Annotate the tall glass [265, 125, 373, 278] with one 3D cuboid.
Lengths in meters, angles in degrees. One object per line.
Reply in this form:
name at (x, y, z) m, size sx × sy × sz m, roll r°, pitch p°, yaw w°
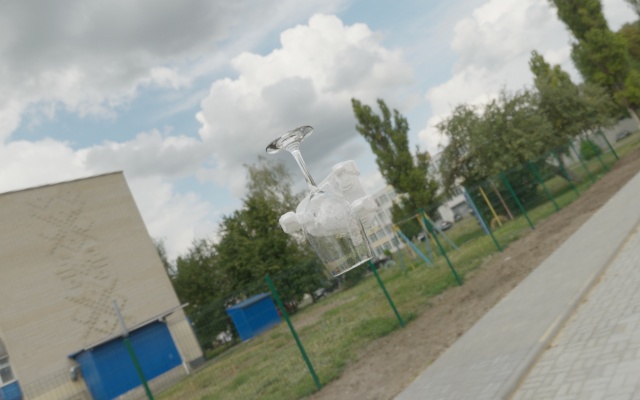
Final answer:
tall glass at (0.000, 0.002, 0.657) m, size 0.079 × 0.201 × 0.079 m, roll -26°, pitch -9°, yaw -4°
